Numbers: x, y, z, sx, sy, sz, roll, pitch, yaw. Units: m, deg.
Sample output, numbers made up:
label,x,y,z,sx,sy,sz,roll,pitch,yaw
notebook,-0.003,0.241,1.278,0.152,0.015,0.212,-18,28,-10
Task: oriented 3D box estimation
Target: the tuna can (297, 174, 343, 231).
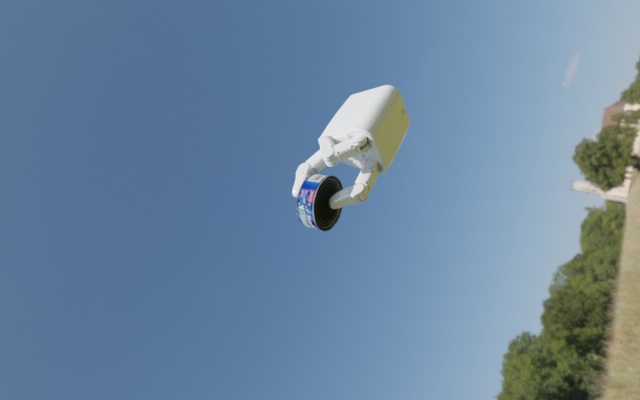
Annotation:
label,x,y,z,sx,sy,sz,roll,pitch,yaw
tuna can,0.000,0.002,0.734,0.034,0.086,0.086,10,5,32
